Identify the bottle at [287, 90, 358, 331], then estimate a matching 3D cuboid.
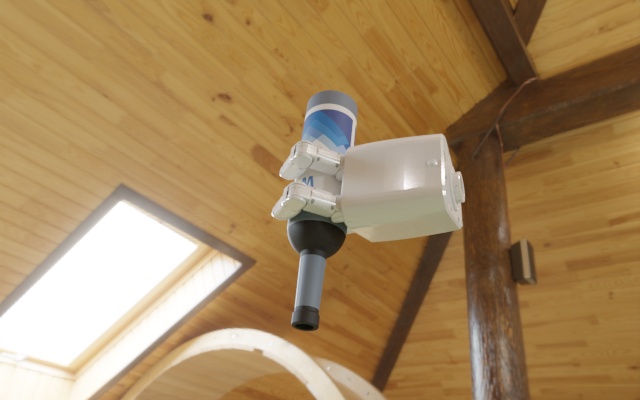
[{"bbox_3d":[0.000,0.002,0.549,0.069,0.295,0.069,5,-33,3],"label":"bottle"}]
